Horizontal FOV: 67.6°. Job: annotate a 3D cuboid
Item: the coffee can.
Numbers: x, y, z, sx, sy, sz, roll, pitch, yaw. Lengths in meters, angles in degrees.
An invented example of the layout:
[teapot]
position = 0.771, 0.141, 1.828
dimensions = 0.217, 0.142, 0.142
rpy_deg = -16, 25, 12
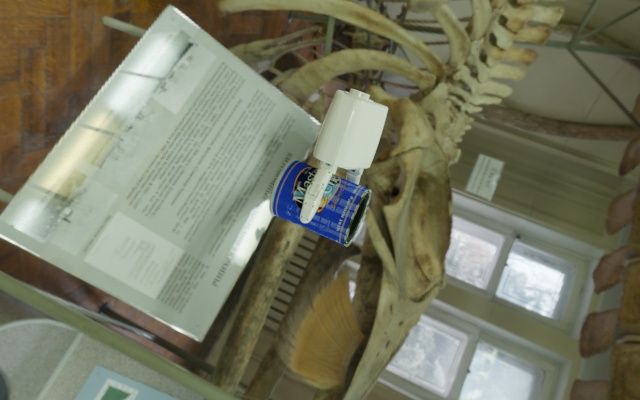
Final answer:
[coffee can]
position = 0.000, 0.003, 0.795
dimensions = 0.140, 0.103, 0.103
rpy_deg = 23, 5, 13
